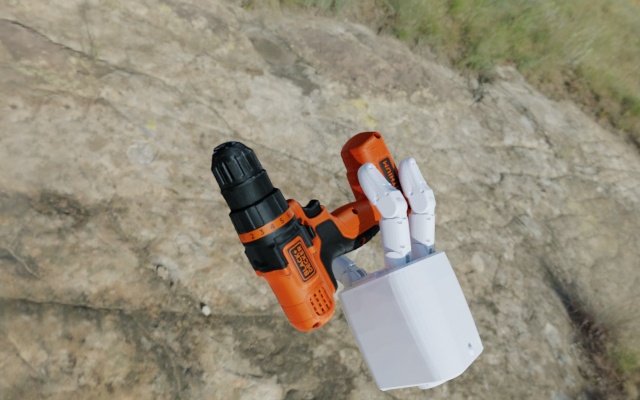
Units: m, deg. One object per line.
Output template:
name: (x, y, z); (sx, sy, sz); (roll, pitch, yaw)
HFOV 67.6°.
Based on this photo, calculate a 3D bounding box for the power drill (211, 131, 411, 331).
power drill: (0.001, 0.002, 0.465); (0.187, 0.184, 0.057); (-35, 17, -37)
